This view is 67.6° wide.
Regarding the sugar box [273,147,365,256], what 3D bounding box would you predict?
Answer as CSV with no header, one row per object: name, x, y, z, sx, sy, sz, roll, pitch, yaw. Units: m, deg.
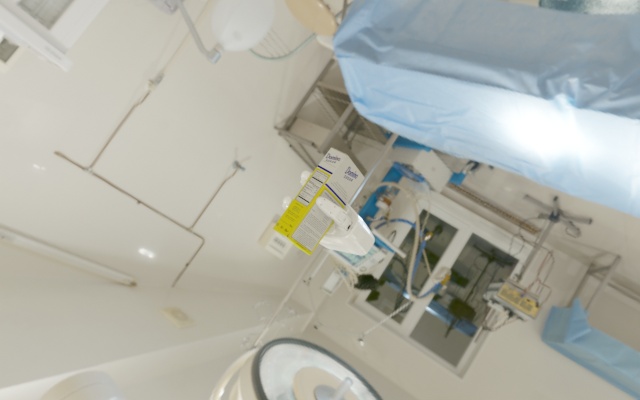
sugar box,0.000,0.003,0.845,0.048,0.176,0.093,28,-10,34
